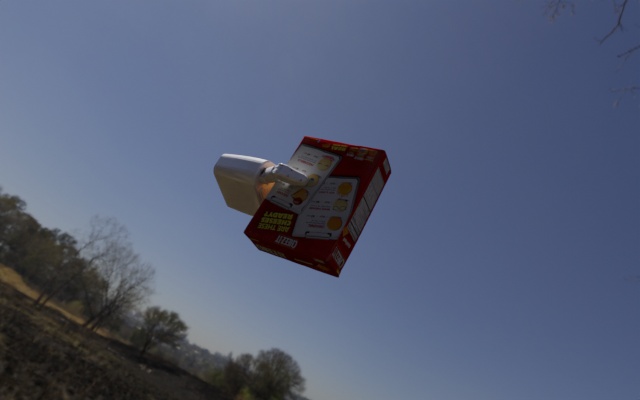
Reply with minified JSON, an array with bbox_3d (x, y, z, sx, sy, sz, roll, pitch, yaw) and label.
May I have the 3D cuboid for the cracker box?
[{"bbox_3d":[0.000,0.002,0.793,0.164,0.213,0.072,15,-27,31],"label":"cracker box"}]
